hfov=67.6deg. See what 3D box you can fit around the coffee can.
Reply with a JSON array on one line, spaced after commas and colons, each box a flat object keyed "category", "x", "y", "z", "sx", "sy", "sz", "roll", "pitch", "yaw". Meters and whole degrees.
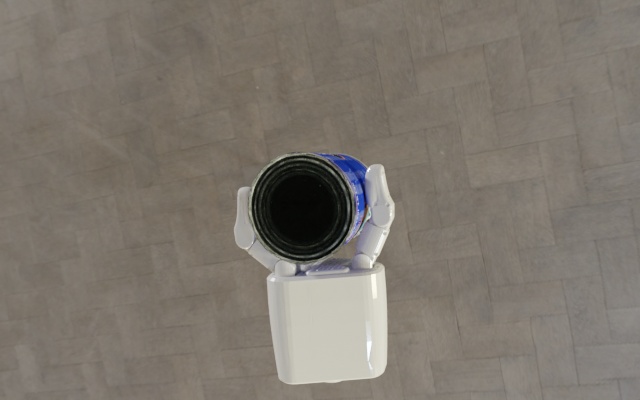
[{"category": "coffee can", "x": 0.000, "y": 0.001, "z": 0.495, "sx": 0.103, "sy": 0.103, "sz": 0.140, "roll": 0, "pitch": 5, "yaw": 16}]
